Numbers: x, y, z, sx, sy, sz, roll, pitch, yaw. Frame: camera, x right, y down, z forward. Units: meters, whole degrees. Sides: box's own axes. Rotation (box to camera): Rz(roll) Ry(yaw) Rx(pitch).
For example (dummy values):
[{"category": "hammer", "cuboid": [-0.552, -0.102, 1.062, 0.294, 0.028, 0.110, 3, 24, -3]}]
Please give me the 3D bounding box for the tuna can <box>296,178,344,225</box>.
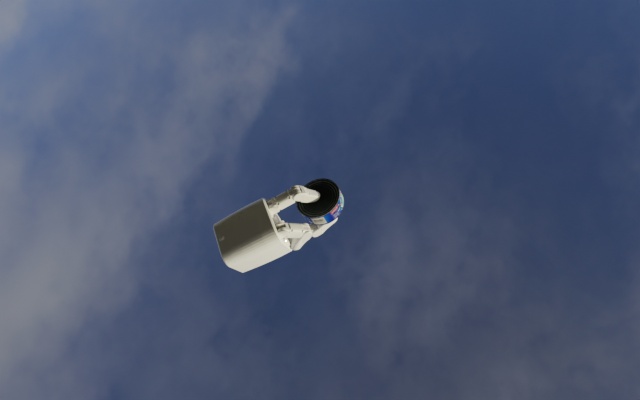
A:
[{"category": "tuna can", "cuboid": [0.000, 0.003, 0.894, 0.086, 0.086, 0.034, 0, -32, 23]}]
